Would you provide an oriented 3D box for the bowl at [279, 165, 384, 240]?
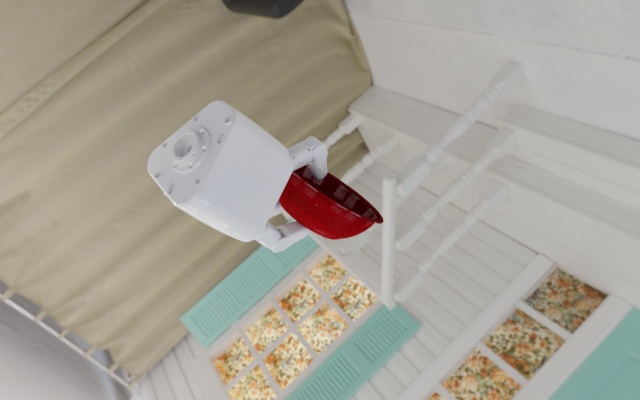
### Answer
[{"bbox_3d":[0.001,0.003,0.617,0.162,0.055,0.162,31,12,-8],"label":"bowl"}]
